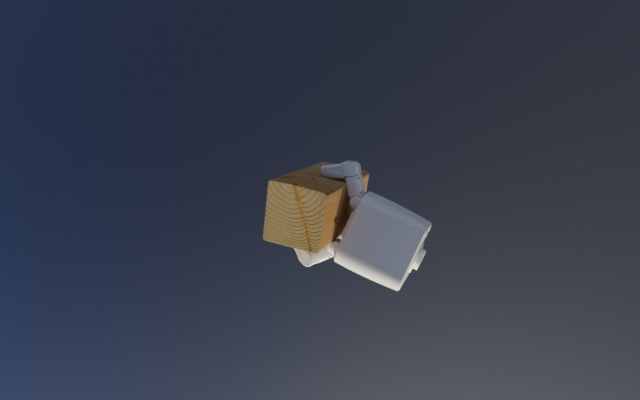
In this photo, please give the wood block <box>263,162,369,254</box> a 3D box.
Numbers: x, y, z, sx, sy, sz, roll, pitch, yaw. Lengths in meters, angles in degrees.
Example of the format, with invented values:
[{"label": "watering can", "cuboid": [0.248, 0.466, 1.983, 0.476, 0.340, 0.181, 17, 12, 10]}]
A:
[{"label": "wood block", "cuboid": [0.000, 0.002, 0.749, 0.090, 0.091, 0.206, 13, 16, 19]}]
